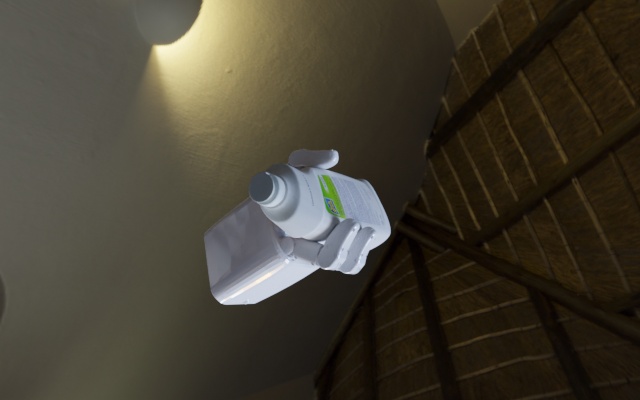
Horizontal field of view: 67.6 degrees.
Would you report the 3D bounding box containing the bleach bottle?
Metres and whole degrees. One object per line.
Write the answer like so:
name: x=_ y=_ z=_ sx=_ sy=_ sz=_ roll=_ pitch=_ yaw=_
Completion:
bleach bottle: x=0.000 y=0.002 z=0.553 sx=0.068 sy=0.102 sz=0.251 roll=-33 pitch=-23 yaw=19
